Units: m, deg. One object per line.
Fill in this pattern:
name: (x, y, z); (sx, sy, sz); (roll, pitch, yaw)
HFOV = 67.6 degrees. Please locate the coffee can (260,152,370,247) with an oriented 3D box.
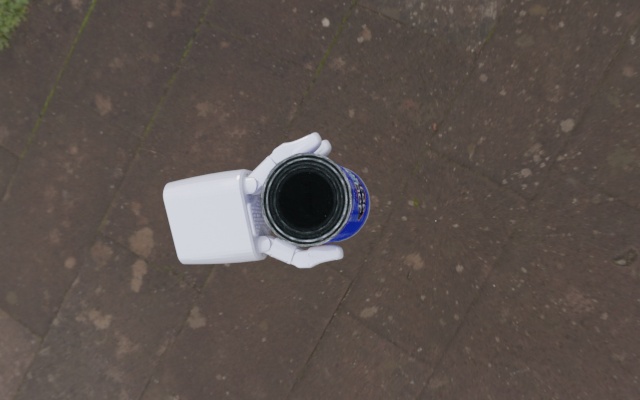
coffee can: (0.000, 0.002, 0.578); (0.103, 0.103, 0.140); (0, -2, 14)
